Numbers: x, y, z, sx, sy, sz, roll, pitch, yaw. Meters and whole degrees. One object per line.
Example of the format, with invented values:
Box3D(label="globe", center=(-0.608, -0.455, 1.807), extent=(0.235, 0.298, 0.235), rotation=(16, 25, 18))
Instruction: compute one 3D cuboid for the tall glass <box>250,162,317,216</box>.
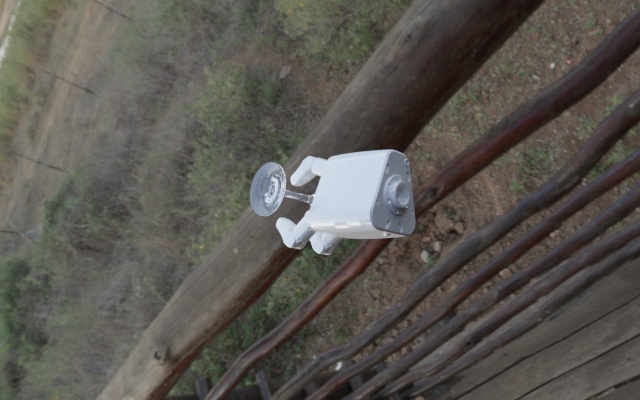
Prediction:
Box3D(label="tall glass", center=(0.000, 0.002, 0.702), extent=(0.201, 0.079, 0.079), rotation=(14, -10, -43))
